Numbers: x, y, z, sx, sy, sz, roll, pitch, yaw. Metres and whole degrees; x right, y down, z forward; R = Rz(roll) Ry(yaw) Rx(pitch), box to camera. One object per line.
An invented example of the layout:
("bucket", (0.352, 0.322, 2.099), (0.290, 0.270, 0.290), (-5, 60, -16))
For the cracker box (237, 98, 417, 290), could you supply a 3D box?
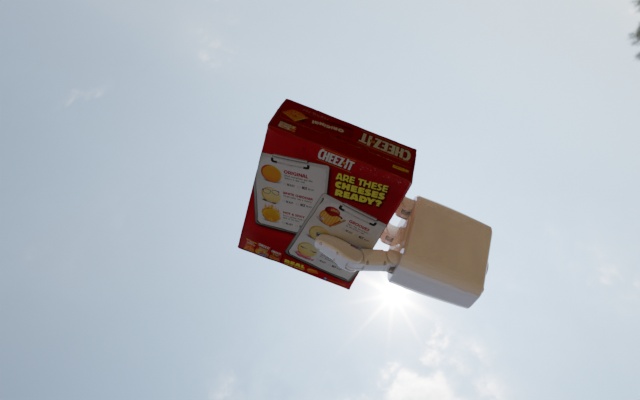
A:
("cracker box", (0.000, 0.002, 0.588), (0.164, 0.214, 0.072), (21, 44, -1))
